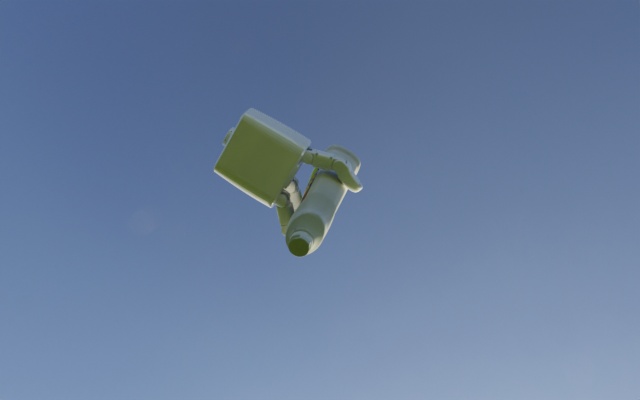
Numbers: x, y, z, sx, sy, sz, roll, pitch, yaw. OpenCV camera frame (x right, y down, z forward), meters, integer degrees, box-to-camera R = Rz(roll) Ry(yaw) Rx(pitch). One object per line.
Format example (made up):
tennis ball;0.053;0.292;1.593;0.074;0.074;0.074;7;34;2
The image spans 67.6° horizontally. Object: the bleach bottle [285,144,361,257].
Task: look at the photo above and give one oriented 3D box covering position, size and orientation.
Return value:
bleach bottle;0.000;0.002;0.721;0.068;0.103;0.250;30;27;-3
